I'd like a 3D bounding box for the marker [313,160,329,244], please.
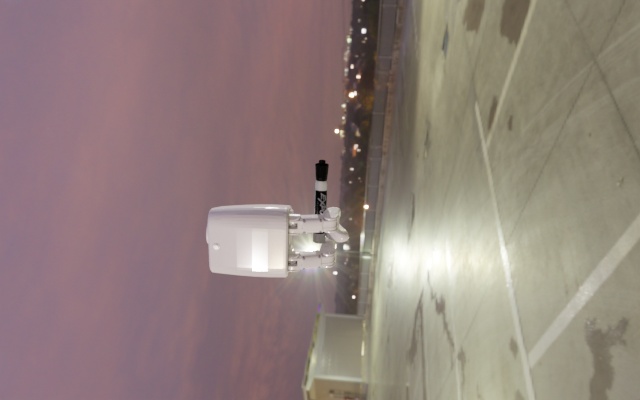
[{"bbox_3d":[0.000,0.002,0.677,0.020,0.121,0.020,2,18,-1],"label":"marker"}]
